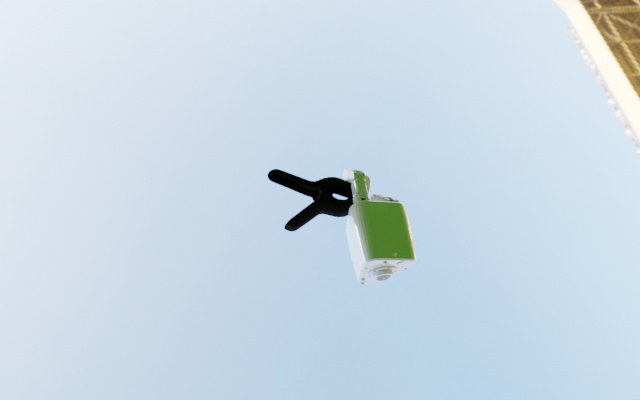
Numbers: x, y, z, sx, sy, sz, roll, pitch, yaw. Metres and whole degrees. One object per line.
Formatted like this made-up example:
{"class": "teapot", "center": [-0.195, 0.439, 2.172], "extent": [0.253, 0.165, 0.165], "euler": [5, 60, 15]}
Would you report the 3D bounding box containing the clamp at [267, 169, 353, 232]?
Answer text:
{"class": "clamp", "center": [0.000, 0.003, 0.797], "extent": [0.171, 0.120, 0.039], "euler": [3, -33, -19]}
